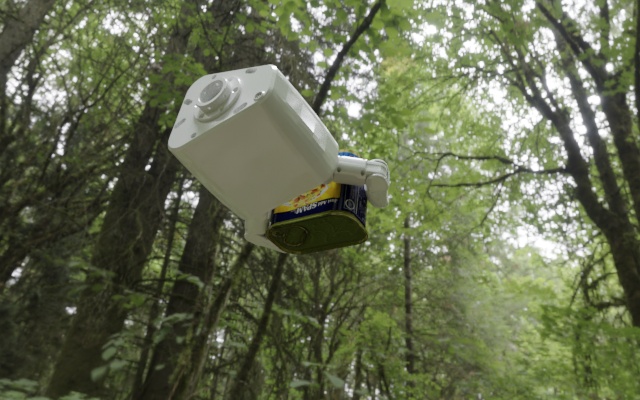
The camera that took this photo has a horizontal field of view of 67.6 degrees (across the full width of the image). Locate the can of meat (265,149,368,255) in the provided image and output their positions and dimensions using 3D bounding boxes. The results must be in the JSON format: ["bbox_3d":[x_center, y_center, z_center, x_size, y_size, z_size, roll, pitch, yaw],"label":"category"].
[{"bbox_3d":[0.000,0.001,0.494,0.102,0.084,0.057,-14,-40,29],"label":"can of meat"}]
